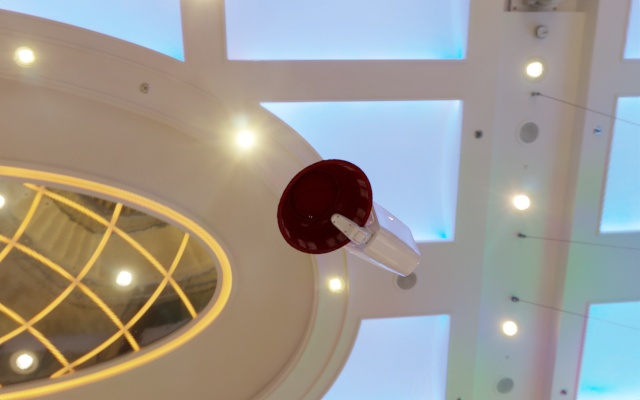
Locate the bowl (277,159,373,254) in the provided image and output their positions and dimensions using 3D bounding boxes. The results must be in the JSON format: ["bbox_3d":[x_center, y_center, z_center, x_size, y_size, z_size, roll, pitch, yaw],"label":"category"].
[{"bbox_3d":[-0.001,0.001,0.757,0.162,0.162,0.055,0,24,-25],"label":"bowl"}]
